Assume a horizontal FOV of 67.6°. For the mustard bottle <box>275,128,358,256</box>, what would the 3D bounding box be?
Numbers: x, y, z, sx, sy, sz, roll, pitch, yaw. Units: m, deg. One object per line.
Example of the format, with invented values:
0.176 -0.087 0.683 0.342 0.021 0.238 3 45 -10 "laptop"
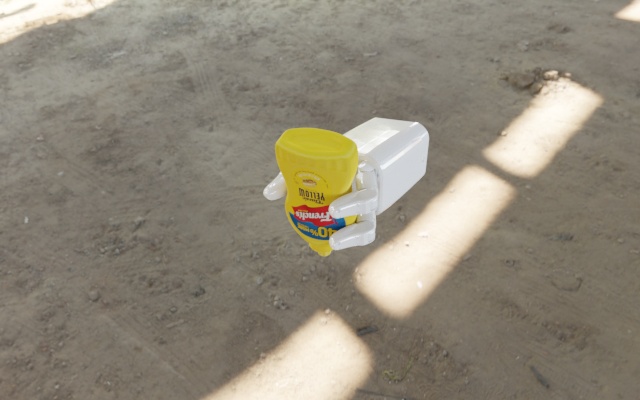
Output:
0.000 0.002 0.611 0.096 0.192 0.058 12 45 17 "mustard bottle"
